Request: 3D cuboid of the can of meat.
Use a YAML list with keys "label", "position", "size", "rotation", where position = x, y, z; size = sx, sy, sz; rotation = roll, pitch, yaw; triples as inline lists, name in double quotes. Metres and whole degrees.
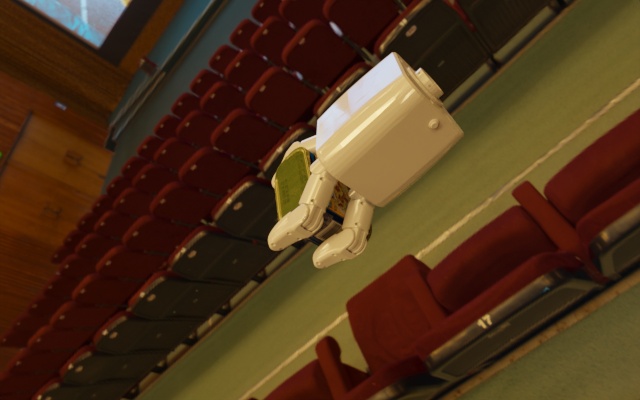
- label: "can of meat"
  position: [0.000, 0.001, 0.509]
  size: [0.057, 0.102, 0.084]
  rotation: [-39, -50, 25]
